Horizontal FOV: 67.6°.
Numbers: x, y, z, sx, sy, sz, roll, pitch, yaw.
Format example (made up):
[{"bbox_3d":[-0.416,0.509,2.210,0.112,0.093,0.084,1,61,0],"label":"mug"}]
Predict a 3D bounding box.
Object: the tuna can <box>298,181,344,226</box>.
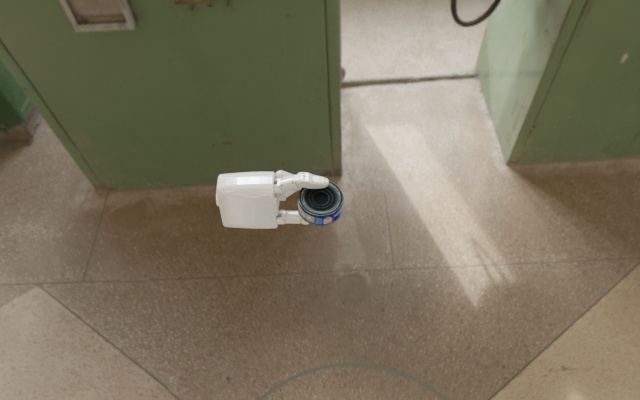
[{"bbox_3d":[0.000,0.003,0.889,0.086,0.086,0.034,0,-35,-3],"label":"tuna can"}]
